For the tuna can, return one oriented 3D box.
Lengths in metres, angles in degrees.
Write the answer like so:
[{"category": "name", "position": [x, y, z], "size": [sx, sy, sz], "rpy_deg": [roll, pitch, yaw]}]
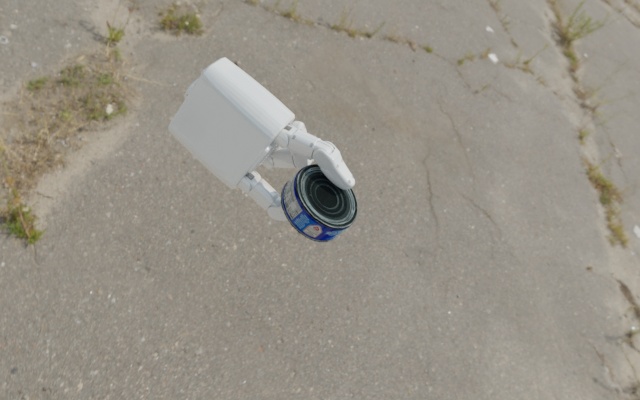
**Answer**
[{"category": "tuna can", "position": [0.000, 0.002, 0.541], "size": [0.086, 0.086, 0.034], "rpy_deg": [0, -29, -40]}]
